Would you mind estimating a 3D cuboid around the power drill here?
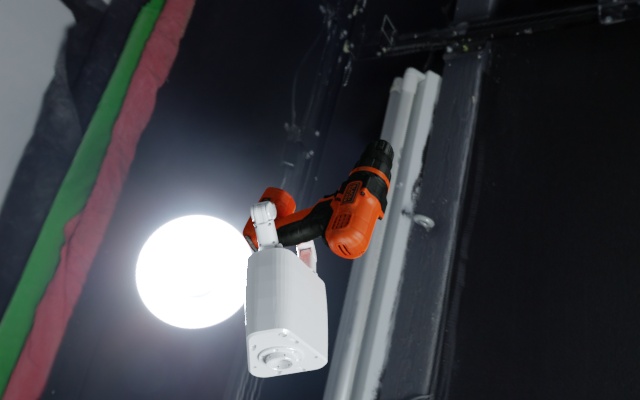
[{"bbox_3d":[0.000,0.002,0.615,0.188,0.057,0.184,-15,35,36],"label":"power drill"}]
